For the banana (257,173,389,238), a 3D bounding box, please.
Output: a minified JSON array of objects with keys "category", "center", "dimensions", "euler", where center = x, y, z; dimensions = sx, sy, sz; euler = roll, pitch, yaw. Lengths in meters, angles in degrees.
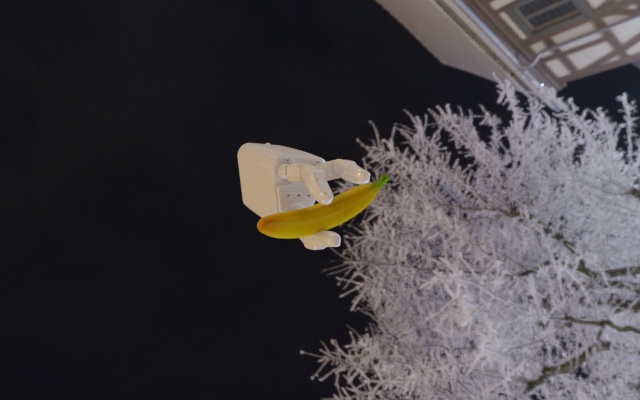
[{"category":"banana","center":[0.001,0.014,0.638],"dimensions":[0.198,0.070,0.037],"euler":[-23,54,-26]}]
